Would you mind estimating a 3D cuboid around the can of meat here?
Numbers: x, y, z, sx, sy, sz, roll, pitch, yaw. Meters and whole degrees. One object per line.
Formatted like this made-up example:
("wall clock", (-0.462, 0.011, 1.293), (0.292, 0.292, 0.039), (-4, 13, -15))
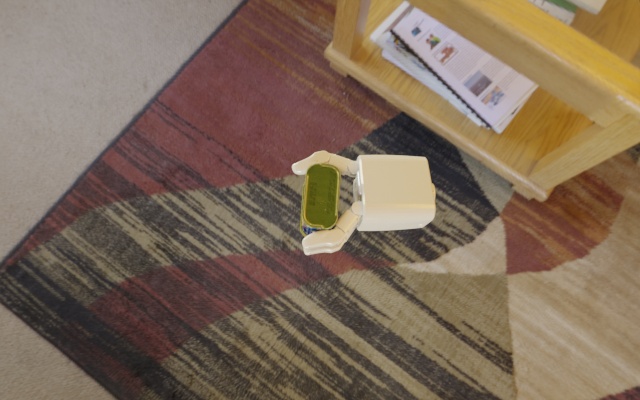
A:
("can of meat", (0.000, 0.002, 0.718), (0.057, 0.102, 0.084), (4, -14, -2))
